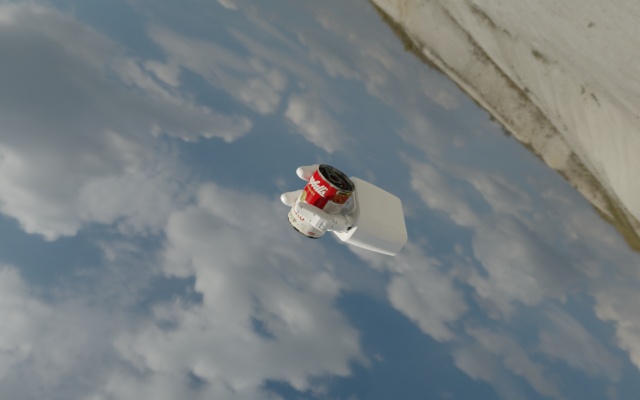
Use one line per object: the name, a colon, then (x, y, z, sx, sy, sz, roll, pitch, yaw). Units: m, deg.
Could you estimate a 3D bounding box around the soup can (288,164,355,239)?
soup can: (0.000, 0.003, 0.764, 0.068, 0.102, 0.068, 27, 25, -14)
